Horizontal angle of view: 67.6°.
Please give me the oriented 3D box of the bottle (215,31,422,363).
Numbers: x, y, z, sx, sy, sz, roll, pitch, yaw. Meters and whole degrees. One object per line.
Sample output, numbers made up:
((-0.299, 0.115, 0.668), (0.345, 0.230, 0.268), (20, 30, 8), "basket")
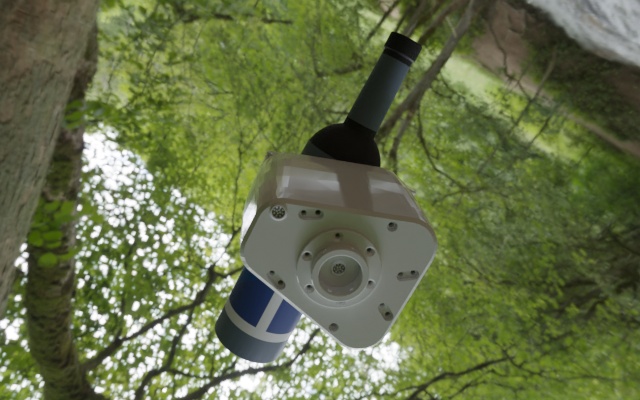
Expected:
((0.000, 0.002, 0.405), (0.069, 0.296, 0.069), (26, 14, -7), "bottle")
